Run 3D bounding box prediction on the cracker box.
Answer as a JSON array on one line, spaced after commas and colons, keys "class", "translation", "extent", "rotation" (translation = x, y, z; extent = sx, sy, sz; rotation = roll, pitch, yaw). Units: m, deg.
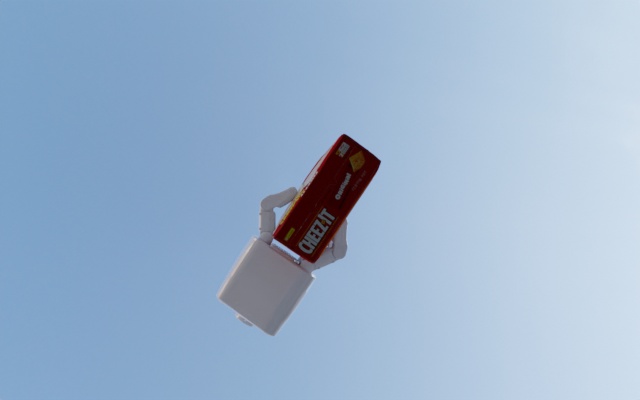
[{"class": "cracker box", "translation": [0.000, 0.002, 0.709], "extent": [0.072, 0.164, 0.214], "rotation": [34, -5, -5]}]
